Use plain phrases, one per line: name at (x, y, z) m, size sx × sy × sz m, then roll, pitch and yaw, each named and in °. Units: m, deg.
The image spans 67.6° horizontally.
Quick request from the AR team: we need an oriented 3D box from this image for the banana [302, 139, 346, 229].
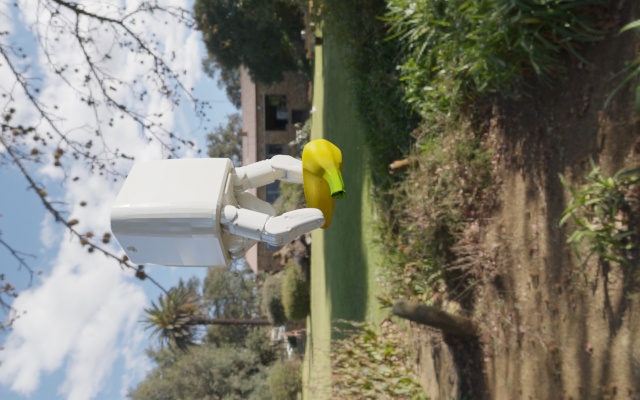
banana at (0.000, -0.017, 0.481) m, size 0.037 × 0.069 × 0.198 m, roll 0°, pitch -11°, yaw -1°
